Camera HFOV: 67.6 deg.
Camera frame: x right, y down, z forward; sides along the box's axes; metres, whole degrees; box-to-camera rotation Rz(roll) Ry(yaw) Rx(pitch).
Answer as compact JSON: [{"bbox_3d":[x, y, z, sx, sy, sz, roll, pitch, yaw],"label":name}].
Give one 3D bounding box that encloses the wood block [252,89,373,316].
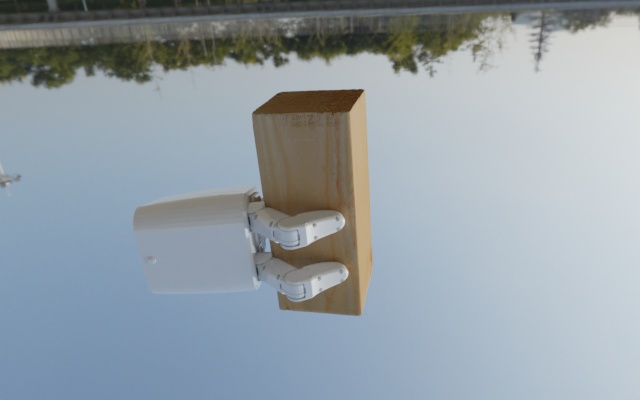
[{"bbox_3d":[0.000,0.002,0.478,0.090,0.206,0.090,1,26,13],"label":"wood block"}]
